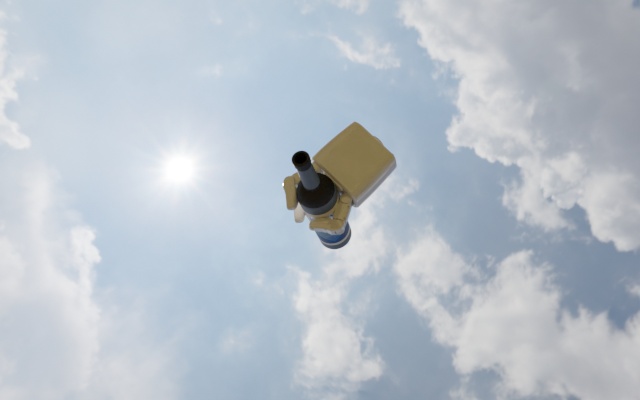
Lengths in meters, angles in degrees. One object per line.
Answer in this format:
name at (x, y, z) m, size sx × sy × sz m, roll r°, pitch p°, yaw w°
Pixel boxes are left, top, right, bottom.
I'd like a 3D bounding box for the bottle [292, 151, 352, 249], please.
bottle at (0.000, 0.003, 0.825) m, size 0.069 × 0.069 × 0.296 m, roll 0°, pitch -26°, yaw 13°
